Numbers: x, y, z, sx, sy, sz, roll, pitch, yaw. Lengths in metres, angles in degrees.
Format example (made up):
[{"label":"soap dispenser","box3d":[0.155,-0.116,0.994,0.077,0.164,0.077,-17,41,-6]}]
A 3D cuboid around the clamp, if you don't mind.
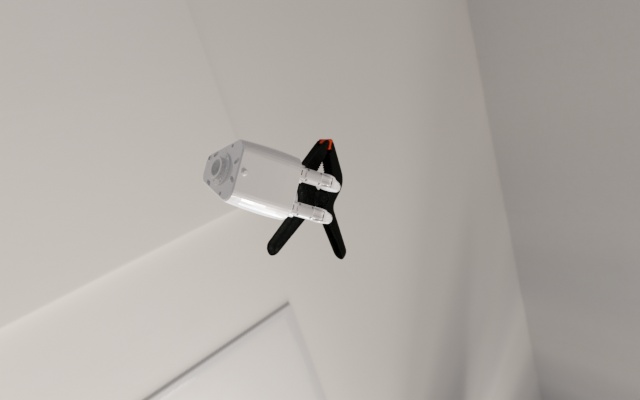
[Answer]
[{"label":"clamp","box3d":[0.000,0.002,0.810,0.164,0.210,0.036,18,-6,-41]}]
